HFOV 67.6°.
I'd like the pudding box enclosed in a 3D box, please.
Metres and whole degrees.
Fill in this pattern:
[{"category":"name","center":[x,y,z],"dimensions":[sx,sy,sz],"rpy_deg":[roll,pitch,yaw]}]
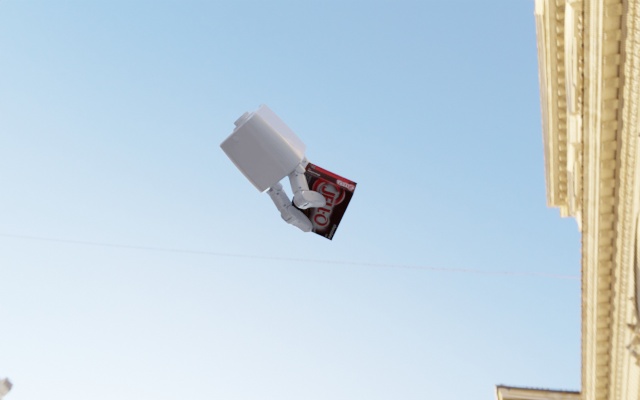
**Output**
[{"category":"pudding box","center":[0.000,0.003,0.802],"dimensions":[0.090,0.114,0.039],"rpy_deg":[24,38,2]}]
